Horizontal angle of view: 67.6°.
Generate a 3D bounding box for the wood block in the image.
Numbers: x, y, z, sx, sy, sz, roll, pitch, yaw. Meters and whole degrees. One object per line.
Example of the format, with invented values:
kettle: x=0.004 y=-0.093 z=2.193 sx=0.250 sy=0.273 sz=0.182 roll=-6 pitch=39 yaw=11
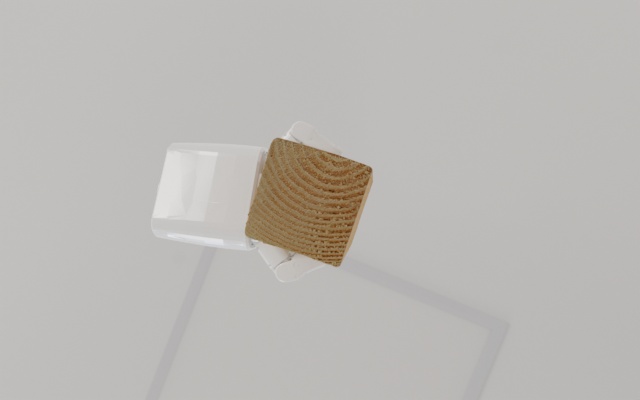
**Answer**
wood block: x=0.000 y=0.001 z=0.499 sx=0.090 sy=0.091 sz=0.206 roll=18 pitch=2 yaw=6
